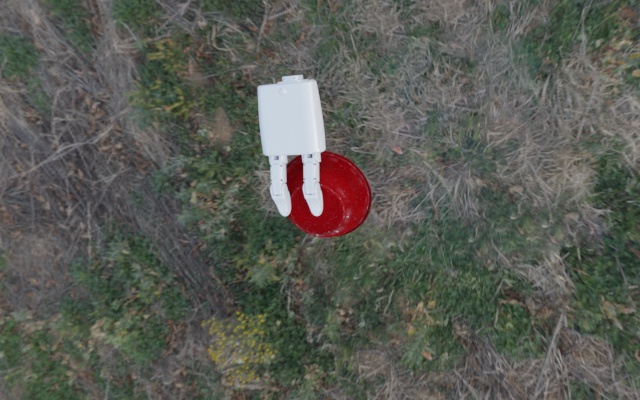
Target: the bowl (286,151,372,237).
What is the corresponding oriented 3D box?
[{"bbox_3d":[0.001,0.004,0.783,0.162,0.162,0.055,0,27,17],"label":"bowl"}]
